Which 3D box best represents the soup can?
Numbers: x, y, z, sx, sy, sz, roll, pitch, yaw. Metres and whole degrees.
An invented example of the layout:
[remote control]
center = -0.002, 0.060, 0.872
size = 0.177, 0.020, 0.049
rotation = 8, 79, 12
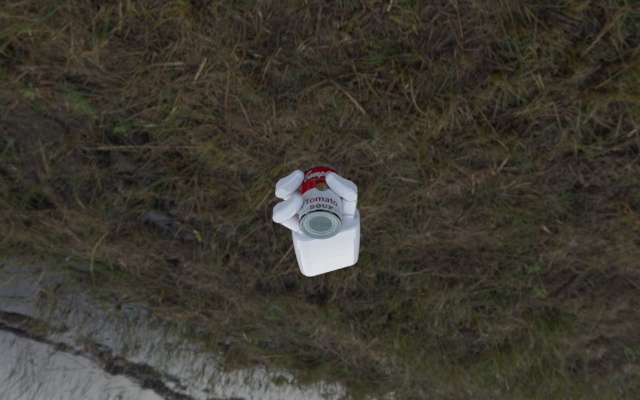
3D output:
[soup can]
center = 0.000, 0.002, 0.756
size = 0.068, 0.102, 0.069
rotation = 0, -44, 0
